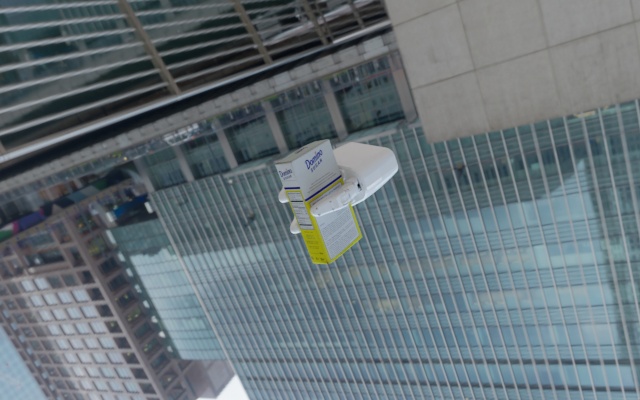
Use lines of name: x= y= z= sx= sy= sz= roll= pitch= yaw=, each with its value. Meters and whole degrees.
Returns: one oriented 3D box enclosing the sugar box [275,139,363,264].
sugar box: x=0.000 y=0.003 z=0.753 sx=0.048 sy=0.176 sz=0.093 roll=-4 pitch=23 yaw=45
